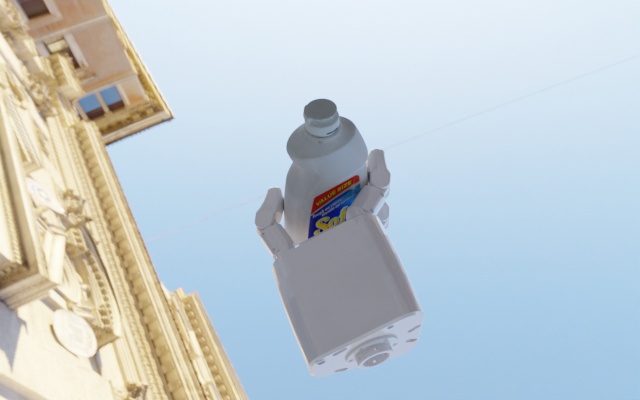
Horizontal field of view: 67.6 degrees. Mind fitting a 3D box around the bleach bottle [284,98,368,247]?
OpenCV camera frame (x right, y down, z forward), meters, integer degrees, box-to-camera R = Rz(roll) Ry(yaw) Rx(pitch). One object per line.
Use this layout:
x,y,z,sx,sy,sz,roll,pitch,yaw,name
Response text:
0.000,0.002,0.504,0.102,0.068,0.251,-18,-37,-9,bleach bottle
